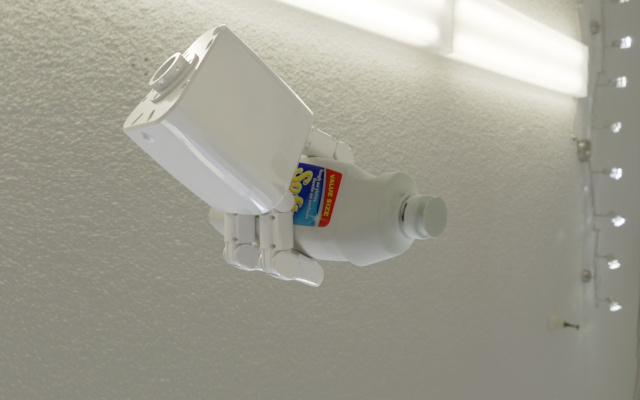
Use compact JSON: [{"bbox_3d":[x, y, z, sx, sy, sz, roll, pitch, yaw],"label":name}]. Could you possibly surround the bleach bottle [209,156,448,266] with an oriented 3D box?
[{"bbox_3d":[0.000,0.001,0.421,0.251,0.102,0.068,2,-33,49],"label":"bleach bottle"}]
